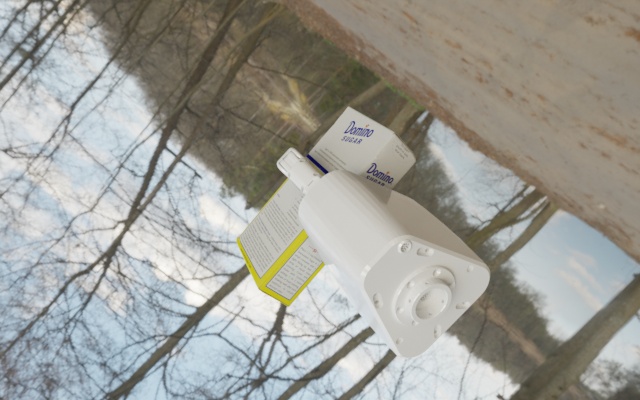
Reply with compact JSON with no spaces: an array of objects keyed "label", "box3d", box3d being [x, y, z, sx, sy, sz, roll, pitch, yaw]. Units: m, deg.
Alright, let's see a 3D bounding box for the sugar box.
[{"label":"sugar box","box3d":[0.000,0.002,0.445,0.048,0.176,0.093,41,4,-34]}]
